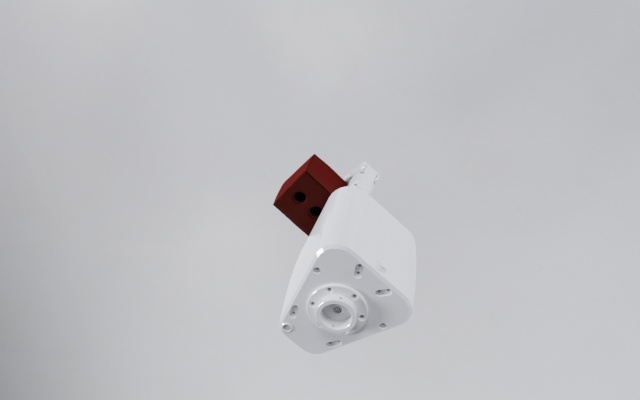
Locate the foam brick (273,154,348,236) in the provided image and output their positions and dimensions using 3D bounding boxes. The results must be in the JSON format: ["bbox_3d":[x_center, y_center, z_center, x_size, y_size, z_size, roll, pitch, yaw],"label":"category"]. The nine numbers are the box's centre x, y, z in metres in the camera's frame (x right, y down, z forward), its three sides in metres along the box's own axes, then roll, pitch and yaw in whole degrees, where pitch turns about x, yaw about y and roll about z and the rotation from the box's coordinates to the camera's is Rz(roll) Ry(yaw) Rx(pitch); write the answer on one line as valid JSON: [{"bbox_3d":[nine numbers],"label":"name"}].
[{"bbox_3d":[0.000,0.001,0.491,0.053,0.078,0.051,-44,11,26],"label":"foam brick"}]
